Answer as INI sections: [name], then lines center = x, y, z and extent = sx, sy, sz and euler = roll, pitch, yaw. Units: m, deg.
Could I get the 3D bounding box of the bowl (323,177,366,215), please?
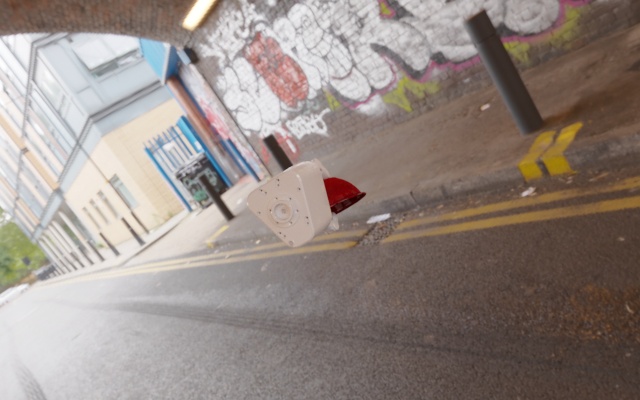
[bowl]
center = 0.000, 0.003, 0.870
extent = 0.162, 0.055, 0.162
euler = -27, -8, -4
